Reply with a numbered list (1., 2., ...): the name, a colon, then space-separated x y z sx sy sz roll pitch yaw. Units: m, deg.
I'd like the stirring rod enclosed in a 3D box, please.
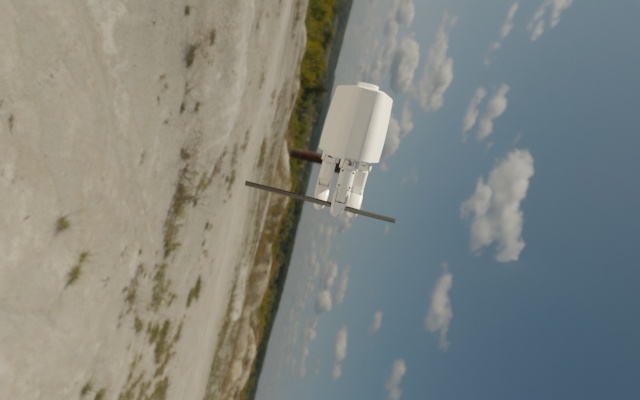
1. stirring rod: 0.000 0.002 0.745 0.239 0.011 0.011 14 -1 -2
